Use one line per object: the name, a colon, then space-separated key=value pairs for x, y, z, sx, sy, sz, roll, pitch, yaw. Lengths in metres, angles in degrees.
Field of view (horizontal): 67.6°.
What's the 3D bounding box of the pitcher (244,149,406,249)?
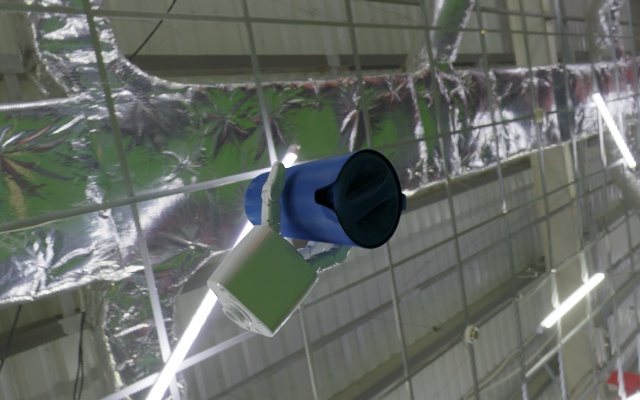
pitcher: x=0.000 y=0.002 z=0.727 sx=0.243 sy=0.149 sz=0.145 roll=-2 pitch=43 yaw=49
